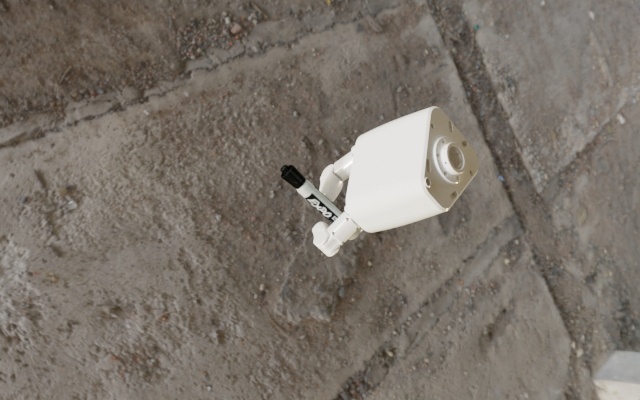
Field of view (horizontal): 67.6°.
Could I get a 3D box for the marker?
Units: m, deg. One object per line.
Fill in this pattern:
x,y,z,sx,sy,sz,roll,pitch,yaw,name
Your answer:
0.000,0.002,0.542,0.121,0.020,0.020,43,-20,-23,marker
